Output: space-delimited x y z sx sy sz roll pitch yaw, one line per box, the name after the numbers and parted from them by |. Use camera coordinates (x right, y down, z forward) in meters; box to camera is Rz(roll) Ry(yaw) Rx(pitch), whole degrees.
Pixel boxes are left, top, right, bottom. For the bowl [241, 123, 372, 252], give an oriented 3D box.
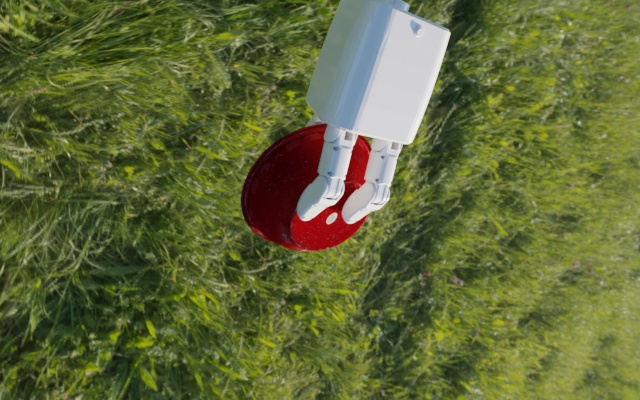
0.000 0.003 0.511 0.162 0.162 0.055 0 37 -30 | bowl
